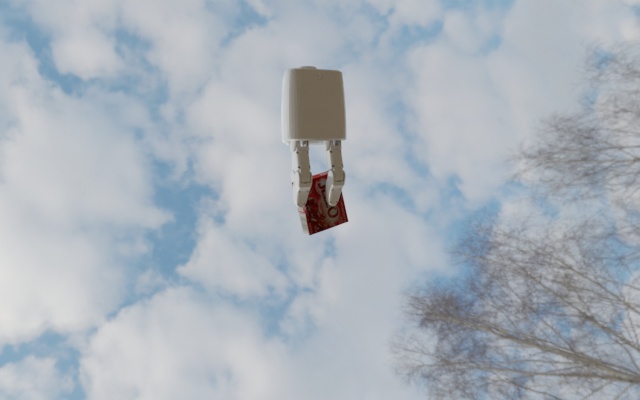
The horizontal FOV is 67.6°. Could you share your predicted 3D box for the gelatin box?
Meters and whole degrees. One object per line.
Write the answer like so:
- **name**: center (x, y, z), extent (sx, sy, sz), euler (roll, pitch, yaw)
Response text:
- **gelatin box**: center (0.000, 0.003, 0.765), extent (0.073, 0.089, 0.030), euler (-18, 15, -23)
